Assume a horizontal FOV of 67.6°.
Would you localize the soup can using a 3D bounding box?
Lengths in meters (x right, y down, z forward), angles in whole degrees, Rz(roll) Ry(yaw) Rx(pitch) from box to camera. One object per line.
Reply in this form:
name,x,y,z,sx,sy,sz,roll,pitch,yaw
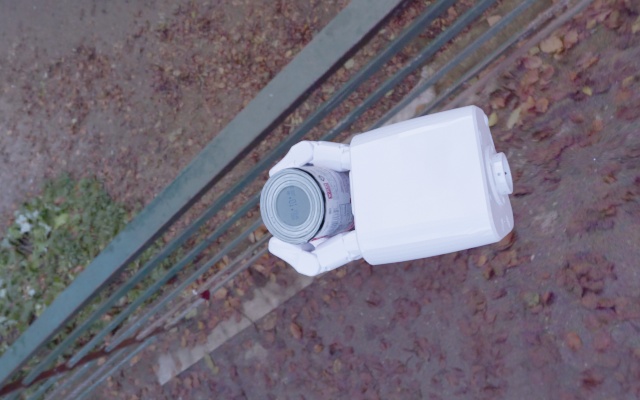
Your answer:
soup can,-0.001,0.001,0.447,0.068,0.068,0.102,0,4,30
